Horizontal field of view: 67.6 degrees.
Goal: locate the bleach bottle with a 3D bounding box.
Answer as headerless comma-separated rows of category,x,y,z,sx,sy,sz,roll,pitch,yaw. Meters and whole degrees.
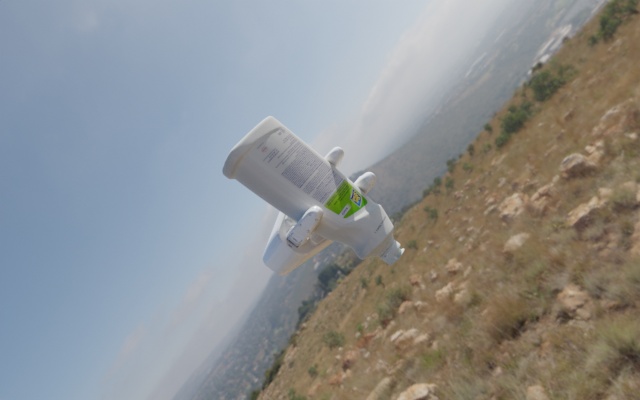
bleach bottle,0.000,0.002,0.628,0.251,0.102,0.068,39,-35,0
